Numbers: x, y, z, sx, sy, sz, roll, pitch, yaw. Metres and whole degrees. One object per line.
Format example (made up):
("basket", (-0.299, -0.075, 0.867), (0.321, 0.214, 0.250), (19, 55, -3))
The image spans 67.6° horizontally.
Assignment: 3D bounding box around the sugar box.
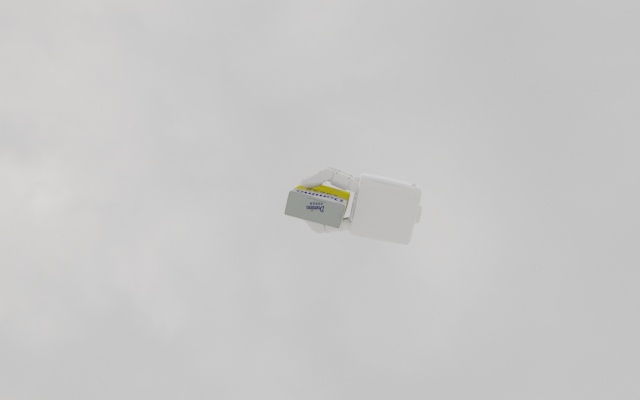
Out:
("sugar box", (0.000, 0.002, 0.830), (0.093, 0.048, 0.176), (14, 7, 4))
